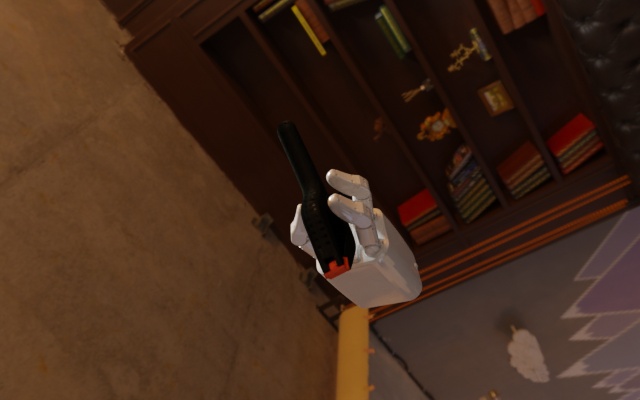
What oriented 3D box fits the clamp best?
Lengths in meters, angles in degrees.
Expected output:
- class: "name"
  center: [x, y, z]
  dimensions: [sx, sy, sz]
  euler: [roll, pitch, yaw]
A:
- class: "clamp"
  center: [0.000, 0.003, 0.593]
  dimensions: [0.036, 0.209, 0.165]
  euler: [-30, -55, 19]
